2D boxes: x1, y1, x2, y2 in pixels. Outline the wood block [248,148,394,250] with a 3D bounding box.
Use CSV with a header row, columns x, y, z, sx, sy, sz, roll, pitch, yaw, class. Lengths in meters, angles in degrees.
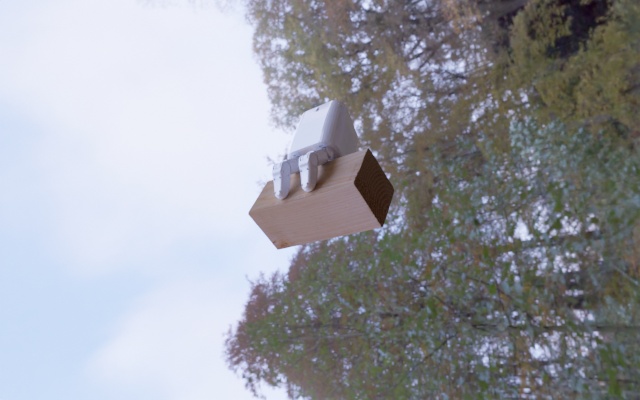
x,y,z,sx,sy,sz,roll,pitch,yaw,class
0.000,0.002,0.764,0.206,0.091,0.090,-16,34,35,wood block
